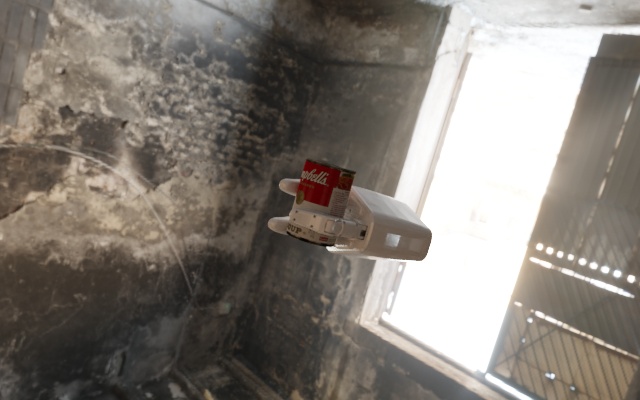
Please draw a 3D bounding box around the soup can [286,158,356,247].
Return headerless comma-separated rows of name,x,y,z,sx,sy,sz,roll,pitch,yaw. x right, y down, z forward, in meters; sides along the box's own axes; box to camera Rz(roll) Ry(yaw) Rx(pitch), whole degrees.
soup can,0.000,0.002,0.622,0.068,0.102,0.068,16,5,-2
